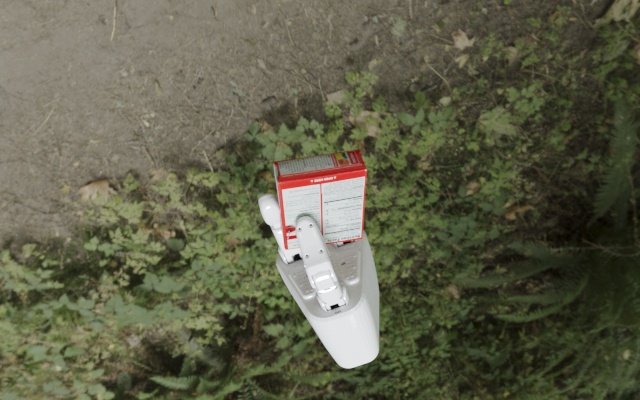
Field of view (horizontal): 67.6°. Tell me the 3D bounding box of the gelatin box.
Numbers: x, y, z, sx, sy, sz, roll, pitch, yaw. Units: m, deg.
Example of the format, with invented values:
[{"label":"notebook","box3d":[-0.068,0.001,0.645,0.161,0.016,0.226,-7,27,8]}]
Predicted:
[{"label":"gelatin box","box3d":[0.000,0.001,0.414,0.073,0.030,0.089,-9,-44,-7]}]
